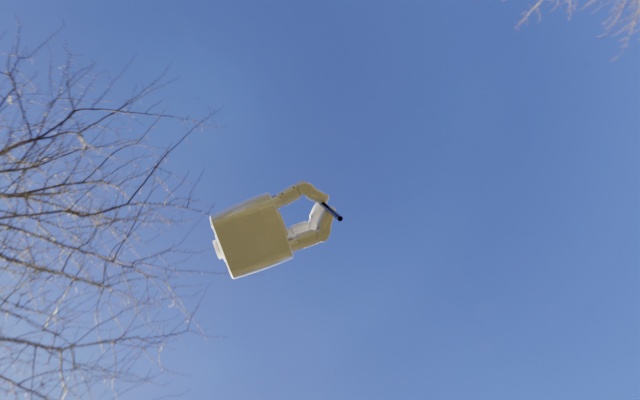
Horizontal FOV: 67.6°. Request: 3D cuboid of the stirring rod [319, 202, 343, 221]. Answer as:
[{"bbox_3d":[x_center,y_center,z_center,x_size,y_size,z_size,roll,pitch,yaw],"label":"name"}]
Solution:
[{"bbox_3d":[0.000,0.003,0.820,0.011,0.011,0.239,0,12,-14],"label":"stirring rod"}]
